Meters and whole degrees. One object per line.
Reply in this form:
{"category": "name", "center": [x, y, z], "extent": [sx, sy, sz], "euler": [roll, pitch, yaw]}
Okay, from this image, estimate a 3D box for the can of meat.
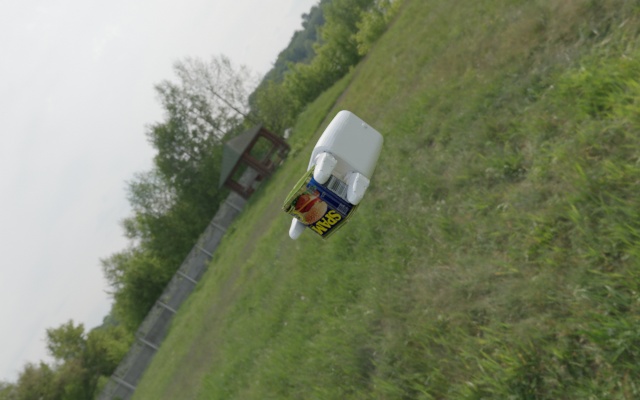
{"category": "can of meat", "center": [0.000, 0.002, 0.706], "extent": [0.084, 0.057, 0.102], "euler": [35, -37, -8]}
